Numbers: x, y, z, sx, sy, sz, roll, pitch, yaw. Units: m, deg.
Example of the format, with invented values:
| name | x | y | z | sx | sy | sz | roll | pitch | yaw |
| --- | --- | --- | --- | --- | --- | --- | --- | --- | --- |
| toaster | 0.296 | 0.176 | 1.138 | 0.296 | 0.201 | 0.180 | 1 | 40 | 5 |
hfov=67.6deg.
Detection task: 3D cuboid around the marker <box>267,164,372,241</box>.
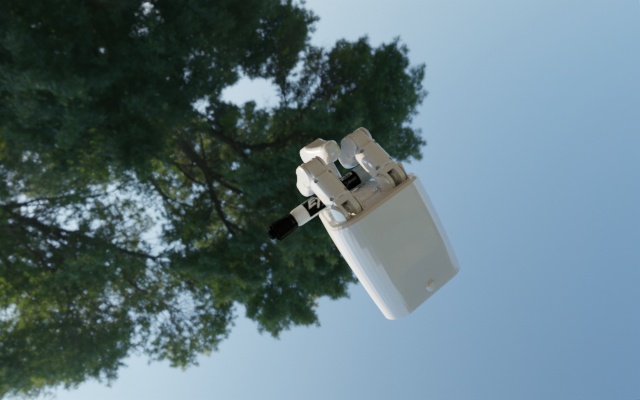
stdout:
| name | x | y | z | sx | sy | sz | roll | pitch | yaw |
| --- | --- | --- | --- | --- | --- | --- | --- | --- | --- |
| marker | 0.000 | 0.001 | 0.468 | 0.121 | 0.020 | 0.020 | -34 | 12 | -18 |
